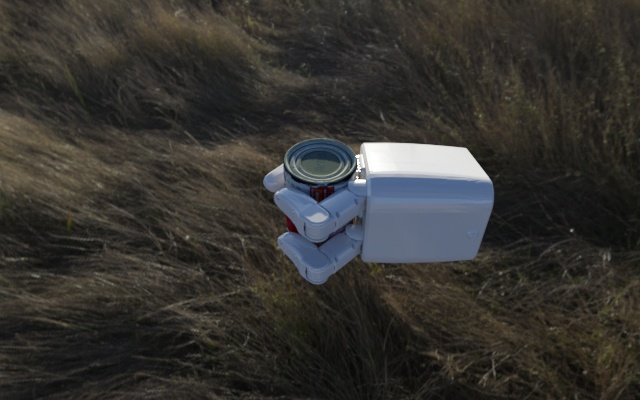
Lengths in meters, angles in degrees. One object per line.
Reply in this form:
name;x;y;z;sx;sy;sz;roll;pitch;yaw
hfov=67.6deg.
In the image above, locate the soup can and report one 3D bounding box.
soup can;0.000;0.001;0.453;0.068;0.102;0.068;0;43;0
